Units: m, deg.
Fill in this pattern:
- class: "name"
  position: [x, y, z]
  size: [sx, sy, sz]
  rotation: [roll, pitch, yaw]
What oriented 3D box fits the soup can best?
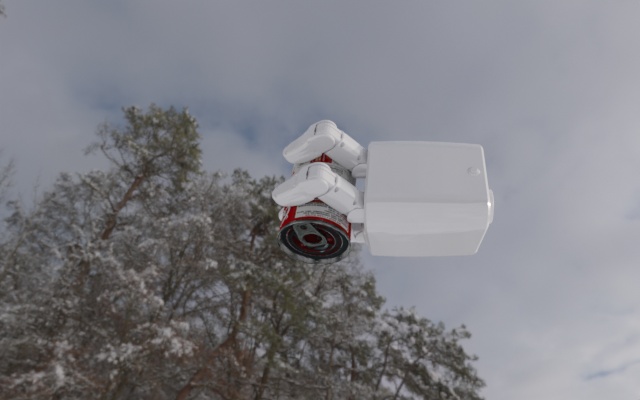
- class: "soup can"
  position: [0.000, 0.001, 0.466]
  size: [0.068, 0.102, 0.069]
  rotation: [5, -39, 4]
